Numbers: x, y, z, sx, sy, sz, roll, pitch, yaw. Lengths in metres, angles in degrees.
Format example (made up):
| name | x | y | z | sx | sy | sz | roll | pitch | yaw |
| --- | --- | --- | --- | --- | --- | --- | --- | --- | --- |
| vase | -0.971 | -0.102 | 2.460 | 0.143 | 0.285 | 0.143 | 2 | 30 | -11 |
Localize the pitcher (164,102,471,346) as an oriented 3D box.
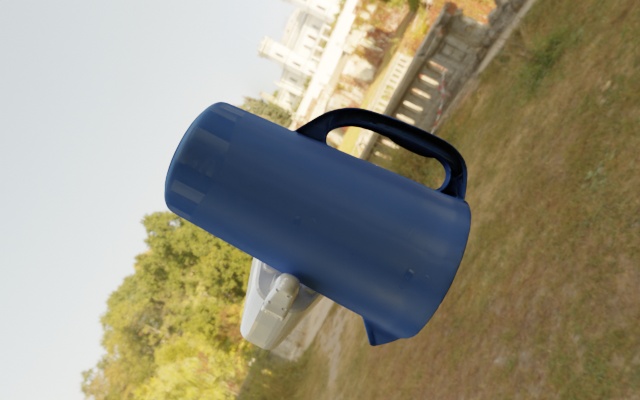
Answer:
| name | x | y | z | sx | sy | sz | roll | pitch | yaw |
| --- | --- | --- | --- | --- | --- | --- | --- | --- | --- |
| pitcher | 0.000 | 0.002 | 0.420 | 0.243 | 0.149 | 0.145 | 26 | -41 | 0 |
